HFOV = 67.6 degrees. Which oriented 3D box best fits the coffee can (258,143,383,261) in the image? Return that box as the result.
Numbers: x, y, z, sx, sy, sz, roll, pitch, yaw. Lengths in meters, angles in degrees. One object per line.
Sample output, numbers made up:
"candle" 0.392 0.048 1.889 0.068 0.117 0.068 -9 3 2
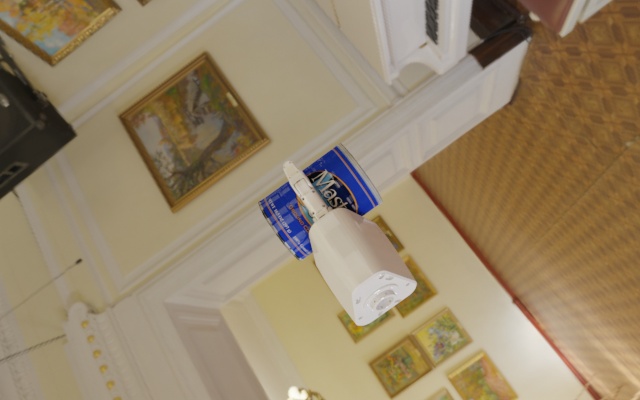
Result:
"coffee can" 0.000 0.002 0.664 0.140 0.103 0.103 -36 -1 2
